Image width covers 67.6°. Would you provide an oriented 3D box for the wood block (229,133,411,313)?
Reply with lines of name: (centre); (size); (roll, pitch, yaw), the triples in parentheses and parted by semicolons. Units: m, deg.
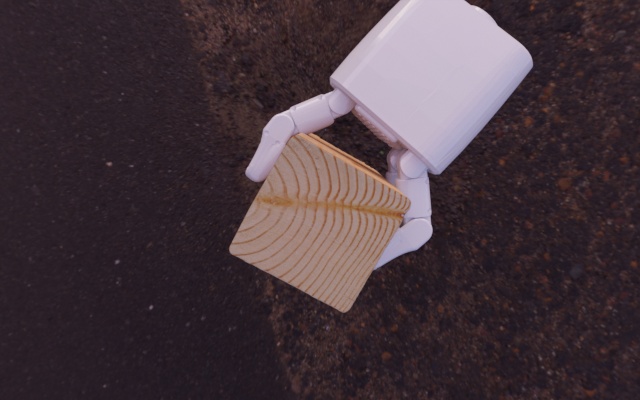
wood block: (0.000, 0.001, 0.407); (0.091, 0.090, 0.206); (29, 8, -4)
